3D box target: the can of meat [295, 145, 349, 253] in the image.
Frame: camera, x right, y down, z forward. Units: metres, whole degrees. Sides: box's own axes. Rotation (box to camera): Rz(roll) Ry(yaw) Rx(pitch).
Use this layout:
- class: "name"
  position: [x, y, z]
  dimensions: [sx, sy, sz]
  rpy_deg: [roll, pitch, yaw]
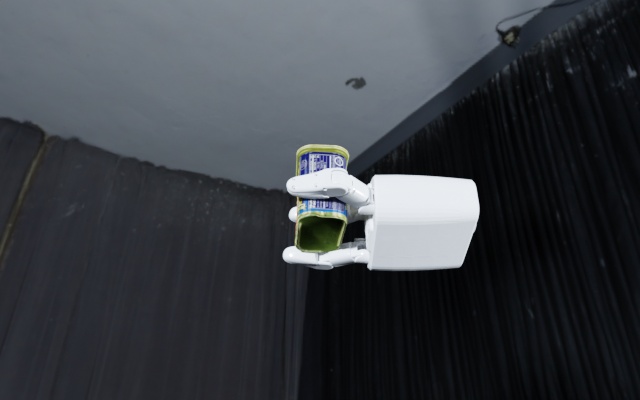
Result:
- class: "can of meat"
  position: [0.000, 0.002, 0.528]
  dimensions: [0.057, 0.084, 0.102]
  rpy_deg: [2, -28, -3]
